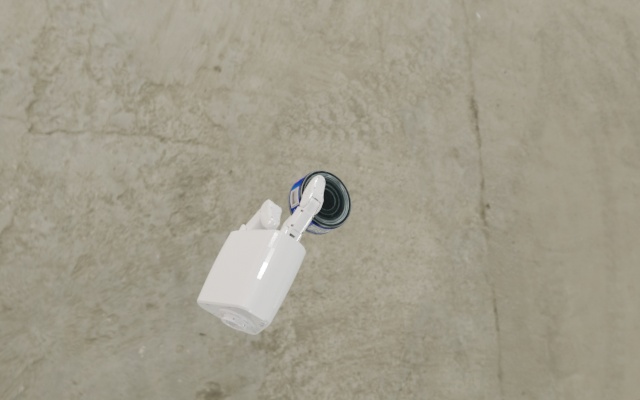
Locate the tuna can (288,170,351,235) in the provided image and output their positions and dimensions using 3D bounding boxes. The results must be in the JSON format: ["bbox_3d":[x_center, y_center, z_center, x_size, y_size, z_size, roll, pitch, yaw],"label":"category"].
[{"bbox_3d":[0.000,0.002,0.663,0.086,0.086,0.034,0,-18,-34],"label":"tuna can"}]
